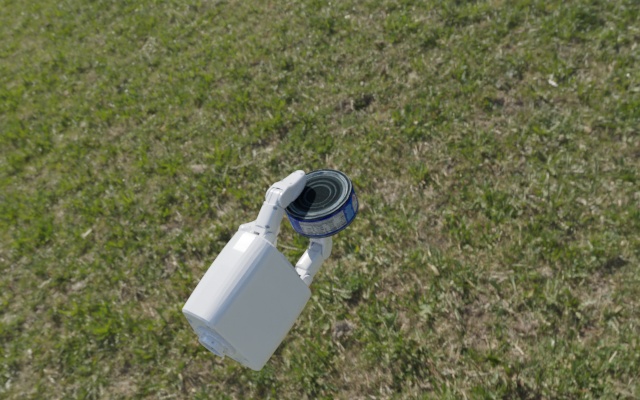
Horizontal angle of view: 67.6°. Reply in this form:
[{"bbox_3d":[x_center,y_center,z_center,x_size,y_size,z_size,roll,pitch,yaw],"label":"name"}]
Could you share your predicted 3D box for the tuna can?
[{"bbox_3d":[0.000,0.001,0.564,0.086,0.086,0.034,0,-44,22],"label":"tuna can"}]
